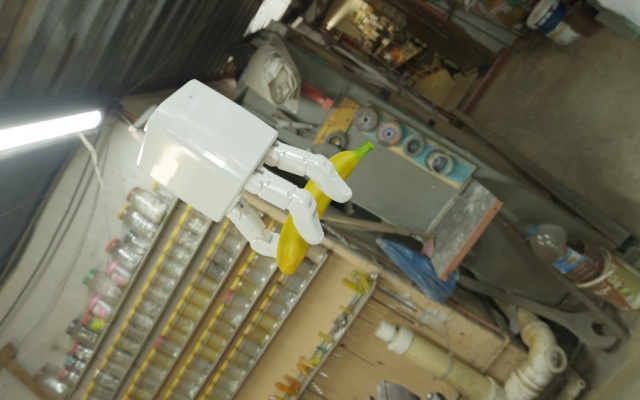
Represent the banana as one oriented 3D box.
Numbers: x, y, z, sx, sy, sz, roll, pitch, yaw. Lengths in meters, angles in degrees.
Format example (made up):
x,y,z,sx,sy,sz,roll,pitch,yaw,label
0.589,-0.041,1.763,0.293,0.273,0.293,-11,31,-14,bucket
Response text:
x,y,z,sx,sy,sz,roll,pitch,yaw,label
-0.006,0.005,0.550,0.037,0.197,0.070,38,-30,-10,banana
